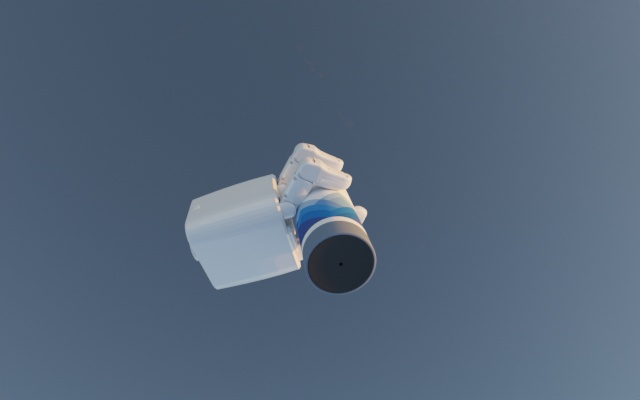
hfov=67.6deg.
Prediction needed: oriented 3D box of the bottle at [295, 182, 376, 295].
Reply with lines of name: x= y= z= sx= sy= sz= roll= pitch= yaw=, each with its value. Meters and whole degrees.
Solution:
bottle: x=0.000 y=0.002 z=0.569 sx=0.069 sy=0.069 sz=0.295 roll=0 pitch=23 yaw=-8
